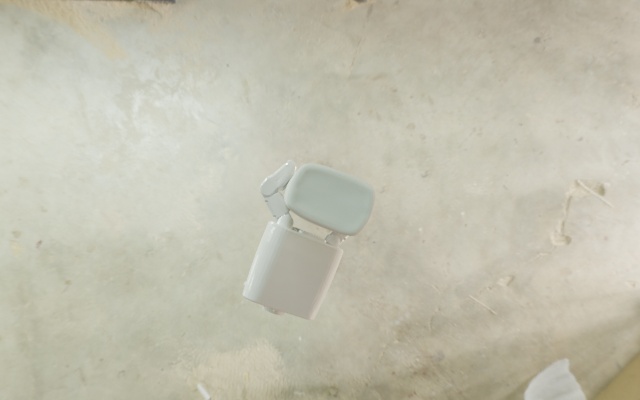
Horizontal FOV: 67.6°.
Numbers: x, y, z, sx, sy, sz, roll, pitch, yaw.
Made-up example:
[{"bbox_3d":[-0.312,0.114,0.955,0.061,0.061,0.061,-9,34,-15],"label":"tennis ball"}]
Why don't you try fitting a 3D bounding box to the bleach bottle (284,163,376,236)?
[{"bbox_3d":[0.000,0.002,0.659,0.102,0.068,0.251,22,-4,-4],"label":"bleach bottle"}]
